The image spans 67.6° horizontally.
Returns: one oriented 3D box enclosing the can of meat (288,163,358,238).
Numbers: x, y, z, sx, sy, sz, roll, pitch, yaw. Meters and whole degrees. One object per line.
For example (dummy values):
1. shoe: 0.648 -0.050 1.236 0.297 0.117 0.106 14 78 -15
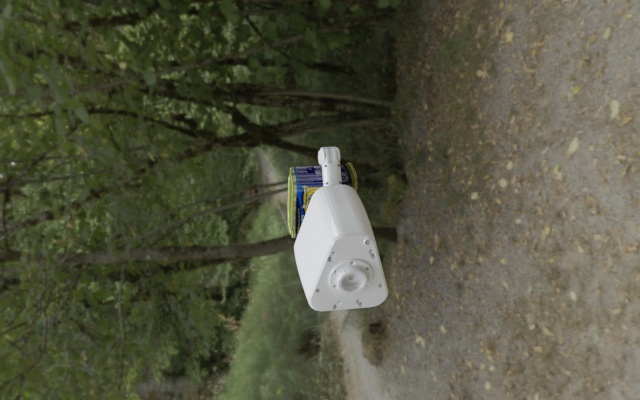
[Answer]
1. can of meat: 0.000 0.002 0.643 0.084 0.102 0.057 -3 33 -9
